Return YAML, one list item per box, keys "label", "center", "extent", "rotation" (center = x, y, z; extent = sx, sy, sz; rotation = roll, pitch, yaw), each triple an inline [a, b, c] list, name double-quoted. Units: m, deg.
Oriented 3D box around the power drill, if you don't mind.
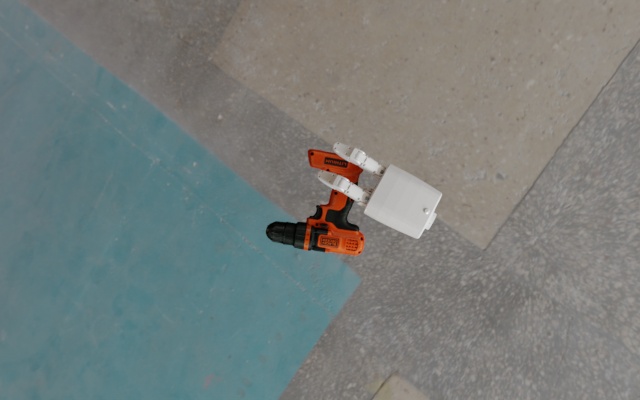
- label: "power drill"
  center: [0.000, 0.002, 0.881]
  extent: [0.184, 0.188, 0.057]
  rotation: [8, 9, -3]
